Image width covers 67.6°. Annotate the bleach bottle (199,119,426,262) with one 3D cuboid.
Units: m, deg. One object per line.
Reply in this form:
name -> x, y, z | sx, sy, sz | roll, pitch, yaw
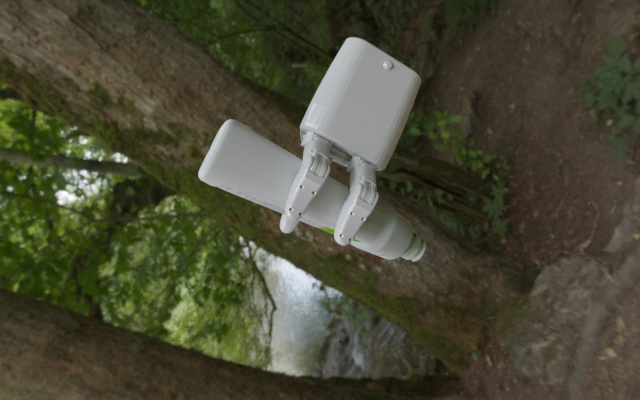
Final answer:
bleach bottle -> 0.000, 0.002, 0.509 | 0.251, 0.068, 0.102 | 27, -4, -17
